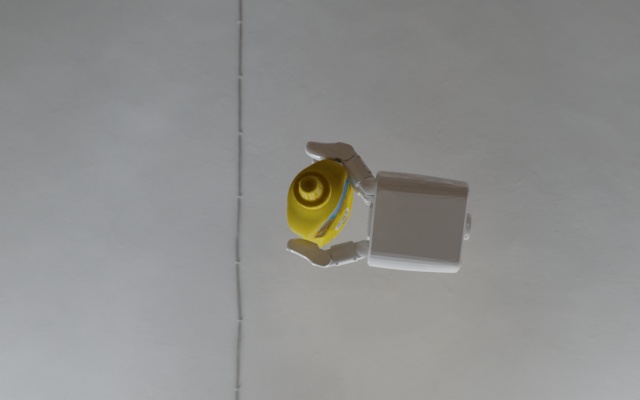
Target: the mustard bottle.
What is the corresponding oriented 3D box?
[{"bbox_3d":[0.000,0.002,0.575,0.058,0.096,0.192,30,-5,11],"label":"mustard bottle"}]
